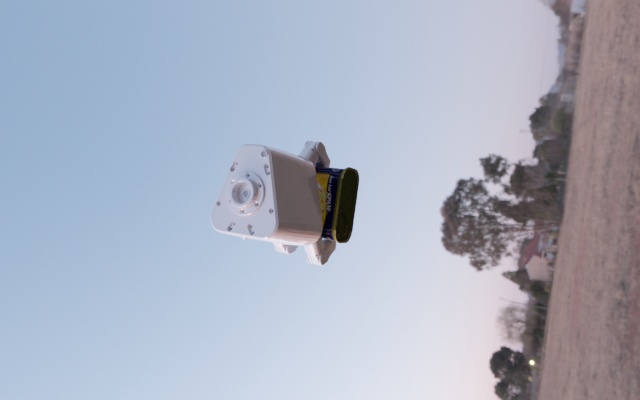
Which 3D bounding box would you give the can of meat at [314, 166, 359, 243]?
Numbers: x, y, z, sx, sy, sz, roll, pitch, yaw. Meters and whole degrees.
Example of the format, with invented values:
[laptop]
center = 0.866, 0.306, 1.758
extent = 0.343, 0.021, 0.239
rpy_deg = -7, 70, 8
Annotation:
[can of meat]
center = 0.000, 0.002, 0.656
extent = 0.084, 0.102, 0.057
rpy_deg = 8, 0, 26
